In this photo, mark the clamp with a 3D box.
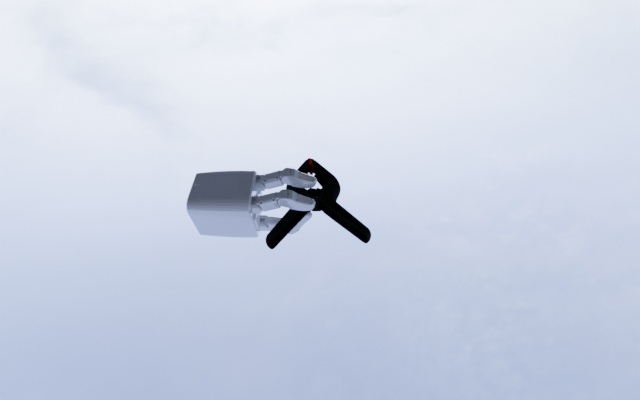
[{"bbox_3d":[0.000,0.003,0.809,0.164,0.036,0.209,2,42,1],"label":"clamp"}]
